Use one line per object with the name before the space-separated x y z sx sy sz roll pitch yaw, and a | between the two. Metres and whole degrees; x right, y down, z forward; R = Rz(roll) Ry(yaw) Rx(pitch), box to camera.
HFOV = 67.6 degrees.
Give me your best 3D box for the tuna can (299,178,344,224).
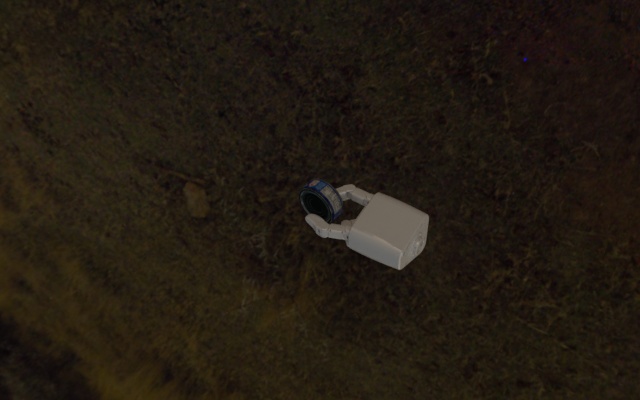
tuna can | 0.000 0.003 0.899 0.086 0.086 0.033 0 34 50
